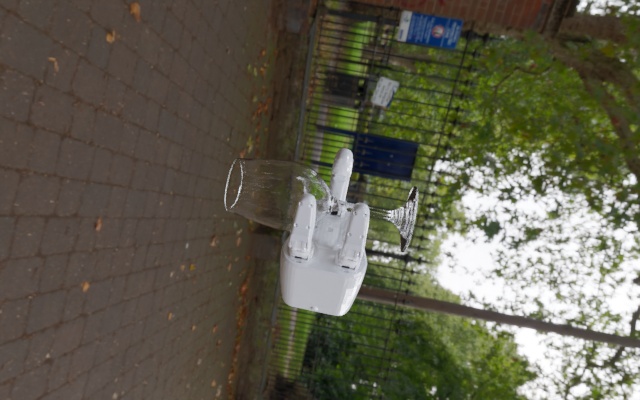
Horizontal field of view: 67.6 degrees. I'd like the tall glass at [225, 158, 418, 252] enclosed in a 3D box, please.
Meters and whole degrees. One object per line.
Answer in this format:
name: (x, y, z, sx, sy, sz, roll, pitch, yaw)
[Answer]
tall glass: (0.001, 0.002, 0.528, 0.201, 0.079, 0.079, 11, 0, 2)
